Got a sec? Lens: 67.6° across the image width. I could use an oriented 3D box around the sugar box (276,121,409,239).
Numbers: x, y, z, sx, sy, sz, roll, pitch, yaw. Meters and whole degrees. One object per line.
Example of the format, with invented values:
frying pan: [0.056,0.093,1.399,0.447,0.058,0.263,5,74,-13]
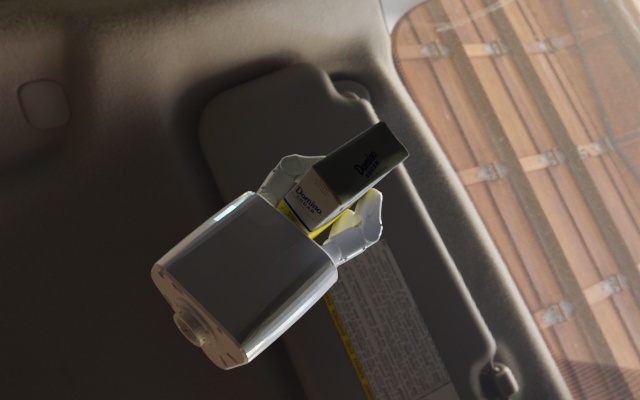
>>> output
sugar box: [0.000,0.002,0.456,0.093,0.048,0.176,-36,-2,-34]
